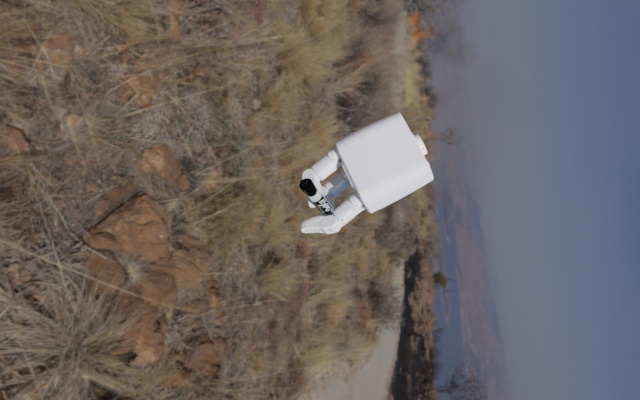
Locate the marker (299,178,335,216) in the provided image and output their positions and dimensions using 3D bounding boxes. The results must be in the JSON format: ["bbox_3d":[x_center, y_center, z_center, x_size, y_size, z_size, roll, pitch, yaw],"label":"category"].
[{"bbox_3d":[0.000,0.002,0.670,0.020,0.020,0.121,0,-26,23],"label":"marker"}]
